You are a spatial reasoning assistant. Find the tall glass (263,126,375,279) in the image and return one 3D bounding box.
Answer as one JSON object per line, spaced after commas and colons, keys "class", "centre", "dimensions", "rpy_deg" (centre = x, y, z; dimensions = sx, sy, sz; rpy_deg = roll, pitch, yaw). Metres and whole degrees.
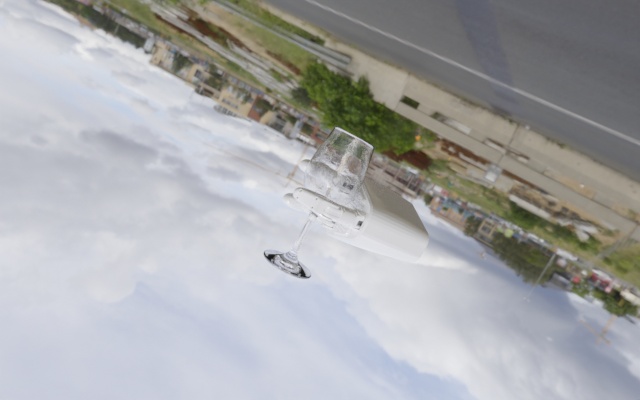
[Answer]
{"class": "tall glass", "centre": [0.000, 0.003, 0.647], "dimensions": [0.079, 0.201, 0.079], "rpy_deg": [27, 9, -5]}
